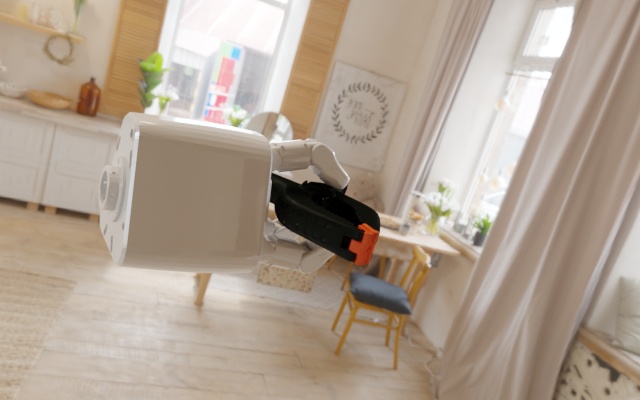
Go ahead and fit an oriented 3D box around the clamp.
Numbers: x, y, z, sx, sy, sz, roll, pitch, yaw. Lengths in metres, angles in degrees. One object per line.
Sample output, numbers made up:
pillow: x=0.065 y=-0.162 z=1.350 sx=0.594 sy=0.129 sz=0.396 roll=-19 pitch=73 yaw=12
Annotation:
clamp: x=0.000 y=0.001 z=0.450 sx=0.164 sy=0.036 sz=0.210 roll=5 pitch=18 yaw=-35
